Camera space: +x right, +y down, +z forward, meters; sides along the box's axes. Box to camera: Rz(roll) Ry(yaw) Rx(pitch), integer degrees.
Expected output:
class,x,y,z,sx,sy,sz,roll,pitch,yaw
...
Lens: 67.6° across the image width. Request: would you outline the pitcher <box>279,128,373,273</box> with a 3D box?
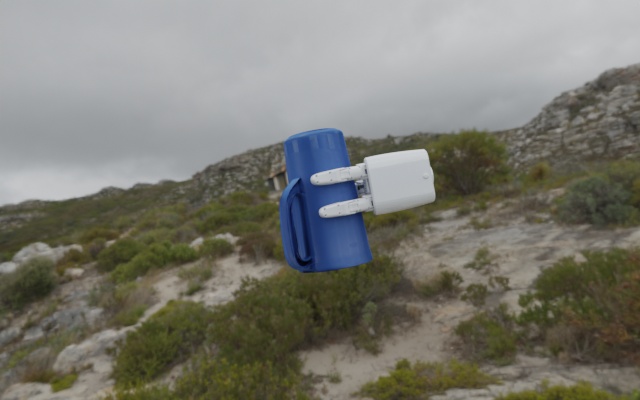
class,x,y,z,sx,sy,sz,roll,pitch,yaw
pitcher,0.000,0.003,0.836,0.145,0.243,0.149,-11,0,1
